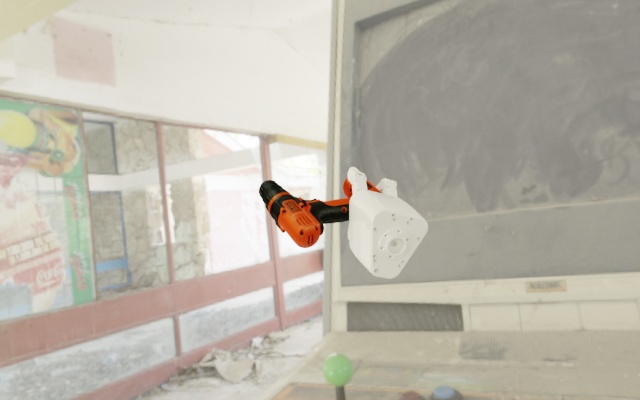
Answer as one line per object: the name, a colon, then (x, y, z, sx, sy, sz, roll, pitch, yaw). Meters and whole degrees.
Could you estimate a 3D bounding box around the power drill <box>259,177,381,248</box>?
power drill: (0.001, 0.003, 0.846, 0.187, 0.057, 0.184, -16, 39, -24)
